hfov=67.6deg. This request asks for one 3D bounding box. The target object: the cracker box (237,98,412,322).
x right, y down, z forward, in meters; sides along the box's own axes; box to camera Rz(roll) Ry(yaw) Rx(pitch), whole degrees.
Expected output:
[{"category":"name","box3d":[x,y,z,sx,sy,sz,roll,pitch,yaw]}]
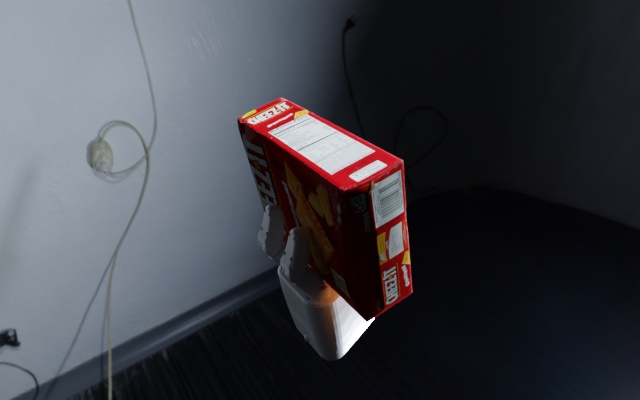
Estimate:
[{"category":"cracker box","box3d":[0.000,0.002,0.513,0.072,0.164,0.213,-28,38,-22]}]
